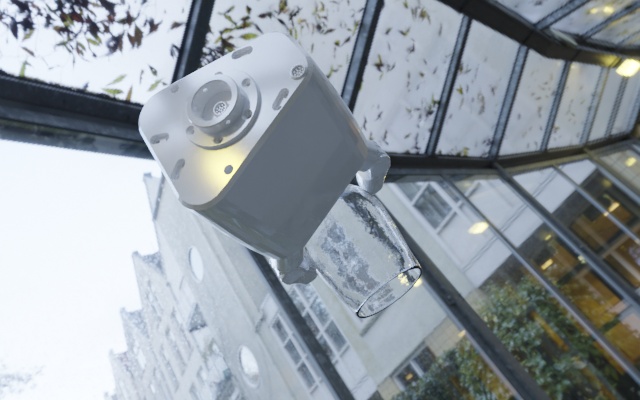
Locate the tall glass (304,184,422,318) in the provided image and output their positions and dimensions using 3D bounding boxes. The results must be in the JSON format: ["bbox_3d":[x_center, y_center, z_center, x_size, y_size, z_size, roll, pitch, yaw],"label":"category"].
[{"bbox_3d":[0.000,0.001,0.411,0.079,0.201,0.079,-28,-29,-17],"label":"tall glass"}]
